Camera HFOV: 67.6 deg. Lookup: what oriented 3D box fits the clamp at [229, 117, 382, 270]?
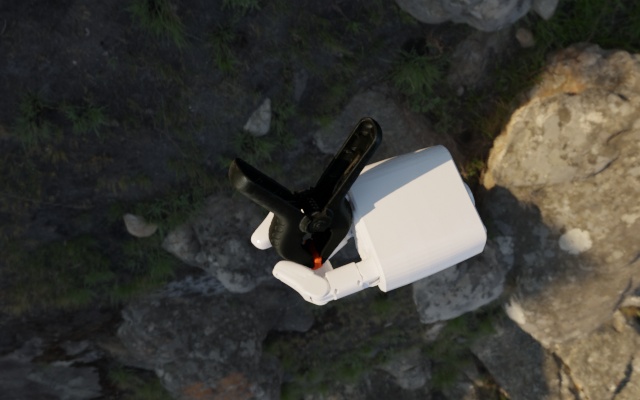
[{"bbox_3d":[0.000,0.002,0.408,0.120,0.039,0.172,-20,-32,-4],"label":"clamp"}]
